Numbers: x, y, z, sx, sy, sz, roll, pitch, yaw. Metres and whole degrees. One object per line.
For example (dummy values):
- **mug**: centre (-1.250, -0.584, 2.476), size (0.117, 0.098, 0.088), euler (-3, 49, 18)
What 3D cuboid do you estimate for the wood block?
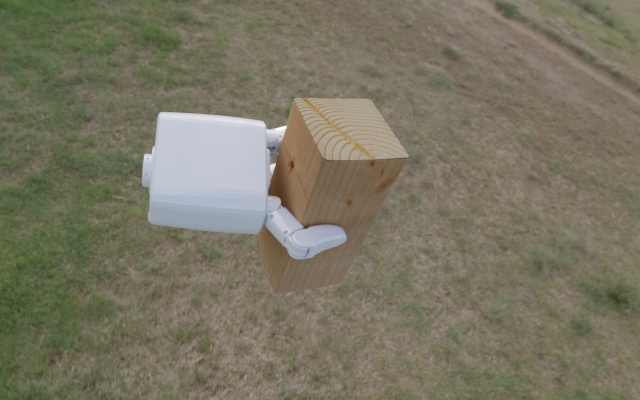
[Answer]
- **wood block**: centre (0.000, 0.002, 0.515), size (0.090, 0.090, 0.206), euler (-5, -41, -25)
